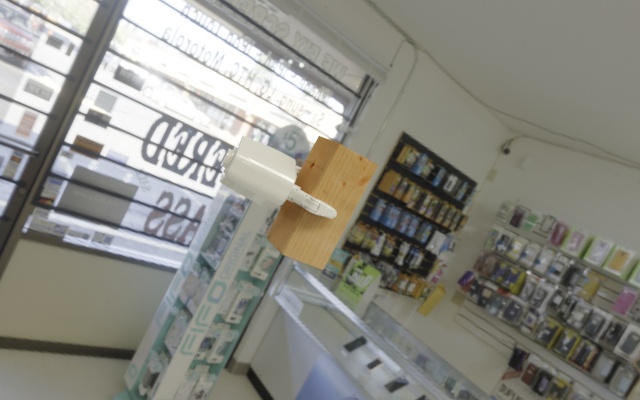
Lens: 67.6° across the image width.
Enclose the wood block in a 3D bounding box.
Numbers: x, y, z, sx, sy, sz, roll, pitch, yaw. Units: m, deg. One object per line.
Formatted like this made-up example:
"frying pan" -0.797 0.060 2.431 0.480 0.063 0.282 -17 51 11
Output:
"wood block" 0.000 0.003 0.836 0.090 0.206 0.090 25 5 -29
